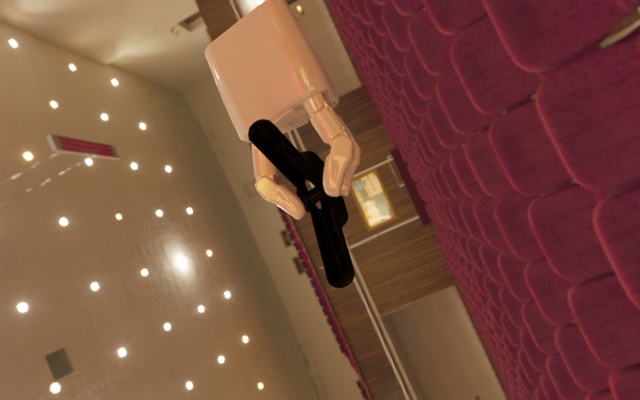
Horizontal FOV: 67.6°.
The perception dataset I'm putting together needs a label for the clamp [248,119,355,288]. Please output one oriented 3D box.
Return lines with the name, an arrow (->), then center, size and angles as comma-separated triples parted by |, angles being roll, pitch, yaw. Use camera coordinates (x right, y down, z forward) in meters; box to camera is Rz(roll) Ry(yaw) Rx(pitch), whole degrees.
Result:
clamp -> -0.001, 0.002, 0.503 | 0.036, 0.164, 0.210 | -27, -4, 11
